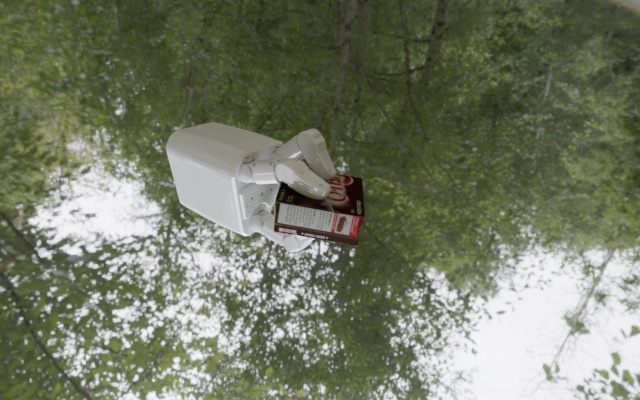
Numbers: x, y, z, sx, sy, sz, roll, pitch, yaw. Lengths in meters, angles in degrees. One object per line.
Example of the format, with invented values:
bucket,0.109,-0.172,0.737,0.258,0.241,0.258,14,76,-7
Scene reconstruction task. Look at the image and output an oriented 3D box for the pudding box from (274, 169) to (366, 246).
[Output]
pudding box,0.000,0.002,0.515,0.090,0.039,0.113,9,25,-1
